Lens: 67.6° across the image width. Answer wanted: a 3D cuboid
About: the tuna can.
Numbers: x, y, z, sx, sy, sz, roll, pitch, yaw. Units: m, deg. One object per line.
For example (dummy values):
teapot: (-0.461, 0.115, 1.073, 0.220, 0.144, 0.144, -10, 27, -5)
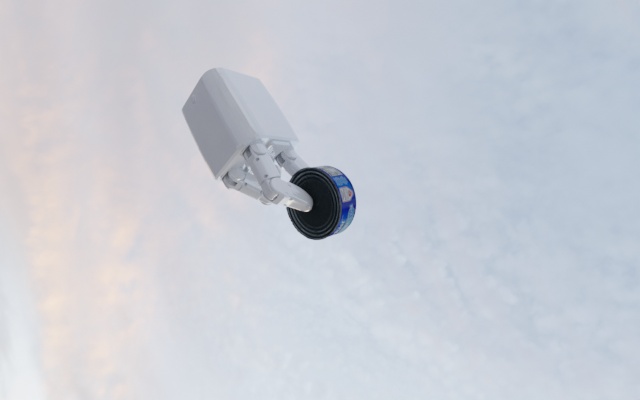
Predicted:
tuna can: (0.000, 0.002, 0.566, 0.086, 0.086, 0.034, 0, 8, 41)
